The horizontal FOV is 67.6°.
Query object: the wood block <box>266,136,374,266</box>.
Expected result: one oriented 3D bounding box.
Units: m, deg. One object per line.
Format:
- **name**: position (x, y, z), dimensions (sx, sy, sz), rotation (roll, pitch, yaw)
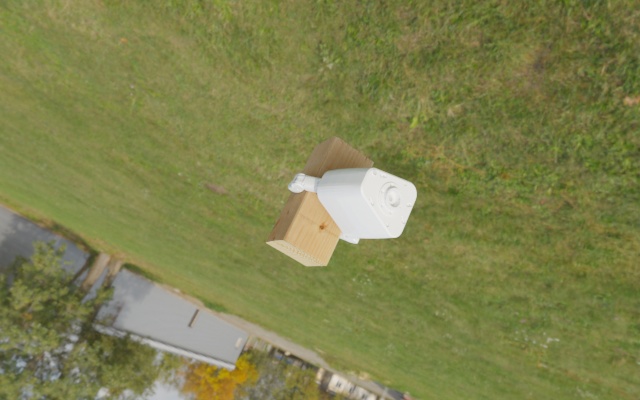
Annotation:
- **wood block**: position (0.000, 0.003, 0.841), dimensions (0.091, 0.206, 0.090), rotation (33, -20, -19)
